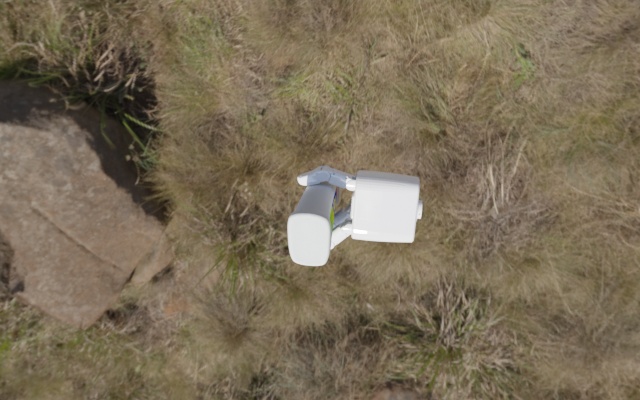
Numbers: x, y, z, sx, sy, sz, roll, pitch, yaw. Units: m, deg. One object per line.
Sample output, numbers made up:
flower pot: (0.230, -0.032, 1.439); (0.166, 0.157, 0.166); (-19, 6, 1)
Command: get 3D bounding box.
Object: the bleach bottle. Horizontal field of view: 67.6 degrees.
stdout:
bleach bottle: (0.000, 0.003, 0.843); (0.068, 0.103, 0.250); (5, 31, 7)
